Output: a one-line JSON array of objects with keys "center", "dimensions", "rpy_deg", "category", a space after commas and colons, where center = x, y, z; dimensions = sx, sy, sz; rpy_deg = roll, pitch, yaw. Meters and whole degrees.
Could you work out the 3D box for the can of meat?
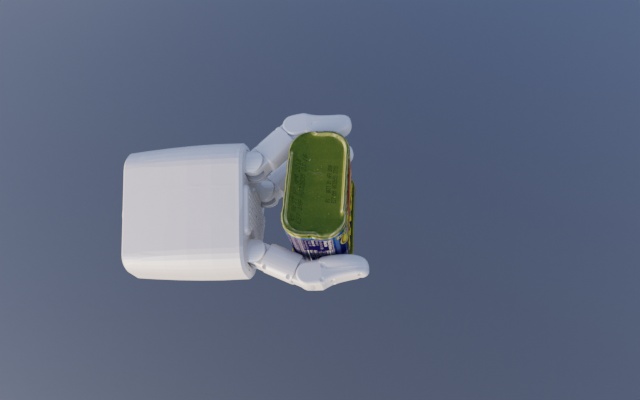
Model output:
[{"center": [0.000, 0.001, 0.420], "dimensions": [0.057, 0.102, 0.084], "rpy_deg": [1, -25, 7], "category": "can of meat"}]
